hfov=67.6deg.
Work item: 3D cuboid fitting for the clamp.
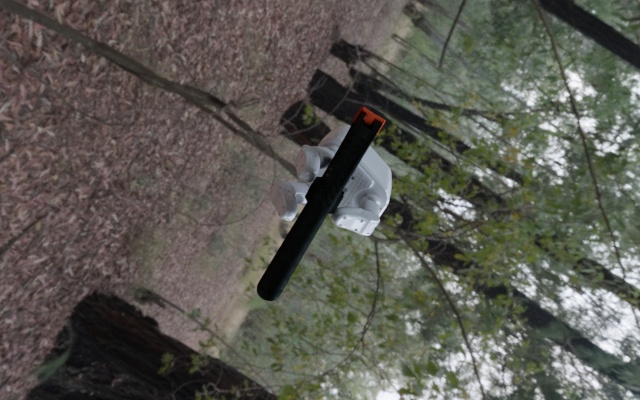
[{"bbox_3d":[0.001,0.002,0.504,0.036,0.210,0.164,31,23,-2],"label":"clamp"}]
